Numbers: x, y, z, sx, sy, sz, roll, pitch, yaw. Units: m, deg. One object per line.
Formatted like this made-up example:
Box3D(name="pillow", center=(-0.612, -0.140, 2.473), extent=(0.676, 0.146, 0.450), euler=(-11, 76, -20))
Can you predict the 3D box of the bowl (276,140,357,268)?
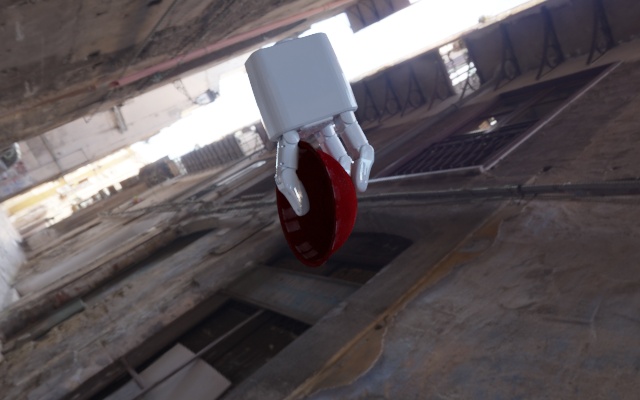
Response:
Box3D(name="bowl", center=(0.001, 0.003, 0.615), extent=(0.055, 0.162, 0.162), euler=(-8, 4, -29))
